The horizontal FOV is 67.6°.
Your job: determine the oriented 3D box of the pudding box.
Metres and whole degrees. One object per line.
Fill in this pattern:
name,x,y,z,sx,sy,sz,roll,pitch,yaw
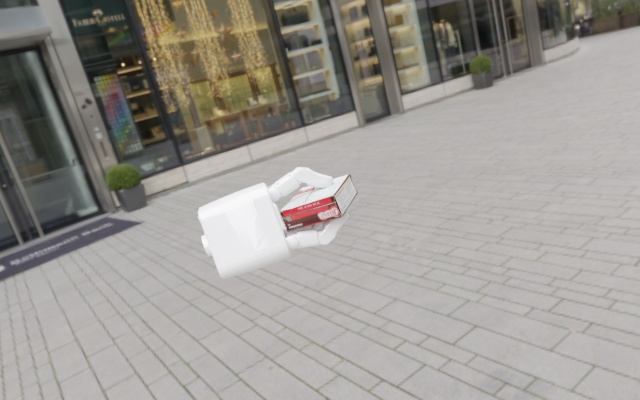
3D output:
pudding box,0.000,0.002,0.723,0.090,0.039,0.113,-16,16,21
